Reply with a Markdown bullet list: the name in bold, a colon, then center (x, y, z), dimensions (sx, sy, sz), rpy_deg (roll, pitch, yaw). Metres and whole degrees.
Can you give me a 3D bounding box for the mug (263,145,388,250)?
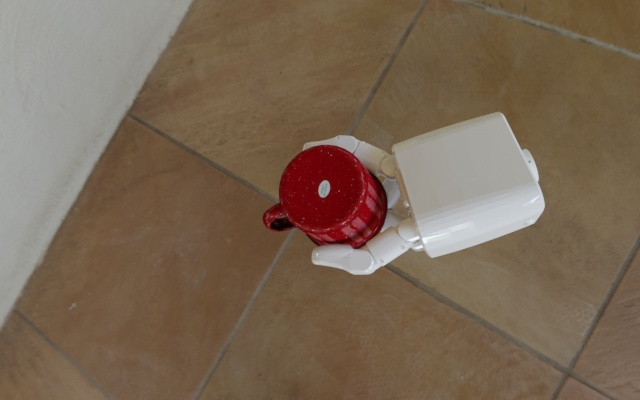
- **mug**: center (-0.001, 0.002, 0.450), dimensions (0.117, 0.093, 0.081), rpy_deg (-19, -18, 11)
